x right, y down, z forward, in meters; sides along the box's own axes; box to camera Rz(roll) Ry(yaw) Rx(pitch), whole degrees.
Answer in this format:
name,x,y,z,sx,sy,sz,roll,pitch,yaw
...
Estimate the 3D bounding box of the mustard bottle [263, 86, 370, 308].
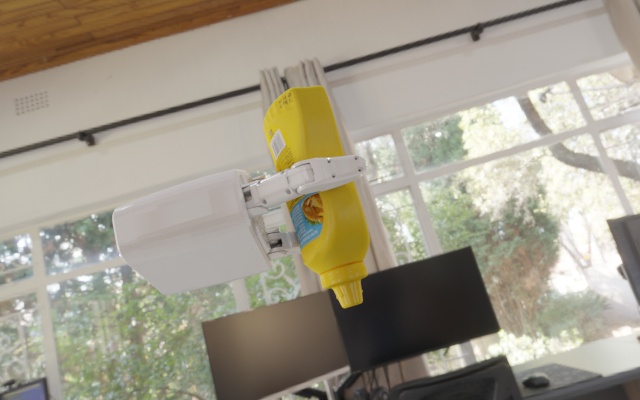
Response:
name,x,y,z,sx,sy,sz,roll,pitch,yaw
mustard bottle,0.000,0.001,0.432,0.058,0.191,0.096,-10,-16,-25
